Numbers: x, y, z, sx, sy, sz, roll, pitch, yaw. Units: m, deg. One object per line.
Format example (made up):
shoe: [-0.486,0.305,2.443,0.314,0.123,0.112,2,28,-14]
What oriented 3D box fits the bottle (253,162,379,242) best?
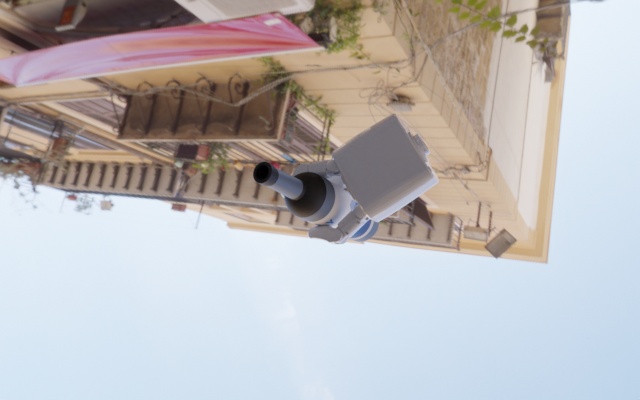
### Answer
bottle: [0.000,0.002,0.692,0.069,0.069,0.296,0,-14,29]
